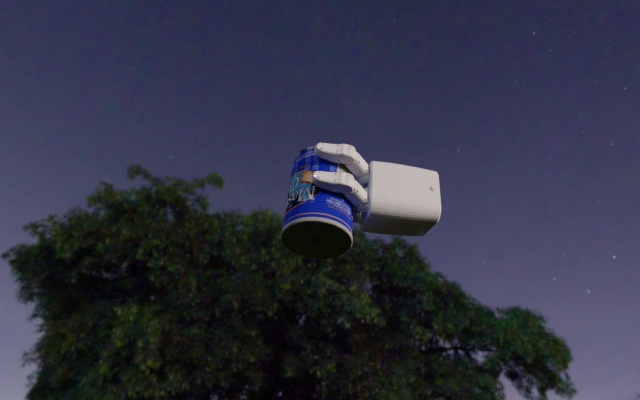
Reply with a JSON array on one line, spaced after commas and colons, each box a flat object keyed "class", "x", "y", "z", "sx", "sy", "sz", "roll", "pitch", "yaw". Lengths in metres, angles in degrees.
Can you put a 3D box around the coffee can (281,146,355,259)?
[{"class": "coffee can", "x": 0.000, "y": 0.003, "z": 0.721, "sx": 0.103, "sy": 0.140, "sz": 0.103, "roll": 4, "pitch": -37, "yaw": 3}]
